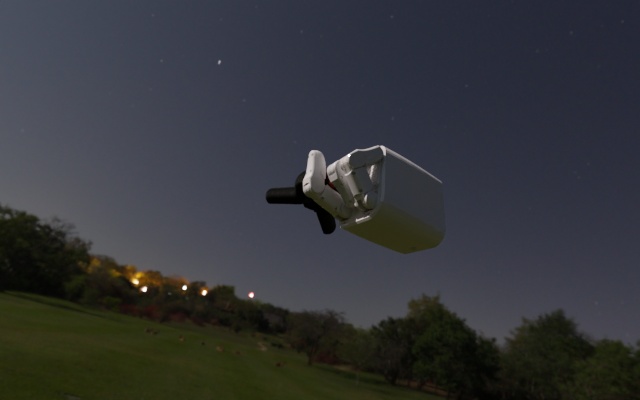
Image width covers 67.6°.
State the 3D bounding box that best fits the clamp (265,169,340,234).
[{"bbox_3d":[0.000,0.002,0.685,0.120,0.039,0.171,28,-23,-20],"label":"clamp"}]
